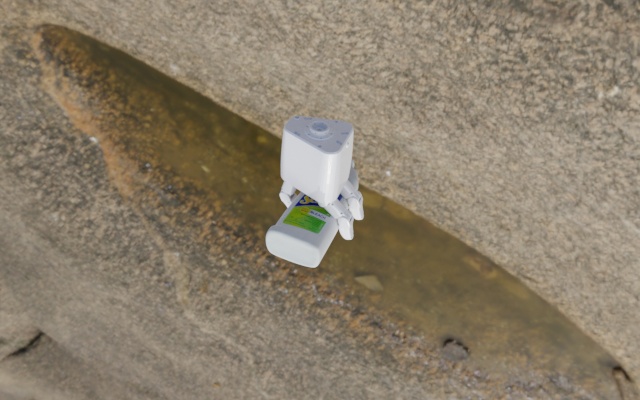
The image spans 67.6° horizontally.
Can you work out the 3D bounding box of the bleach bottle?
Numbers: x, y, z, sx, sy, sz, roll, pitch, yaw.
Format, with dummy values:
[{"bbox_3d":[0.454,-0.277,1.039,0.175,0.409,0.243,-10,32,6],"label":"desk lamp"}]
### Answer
[{"bbox_3d":[0.000,0.003,0.869,0.102,0.068,0.250,19,46,12],"label":"bleach bottle"}]
